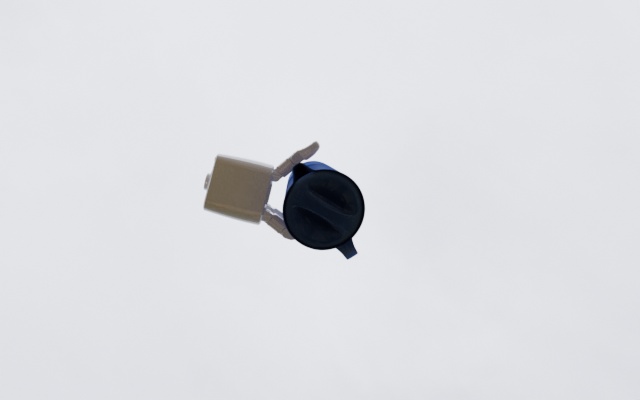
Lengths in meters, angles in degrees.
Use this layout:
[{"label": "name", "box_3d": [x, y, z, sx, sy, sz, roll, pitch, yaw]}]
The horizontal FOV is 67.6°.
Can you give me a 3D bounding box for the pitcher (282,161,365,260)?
[{"label": "pitcher", "box_3d": [0.000, 0.003, 0.873, 0.145, 0.149, 0.242, 12, 10, -7]}]
